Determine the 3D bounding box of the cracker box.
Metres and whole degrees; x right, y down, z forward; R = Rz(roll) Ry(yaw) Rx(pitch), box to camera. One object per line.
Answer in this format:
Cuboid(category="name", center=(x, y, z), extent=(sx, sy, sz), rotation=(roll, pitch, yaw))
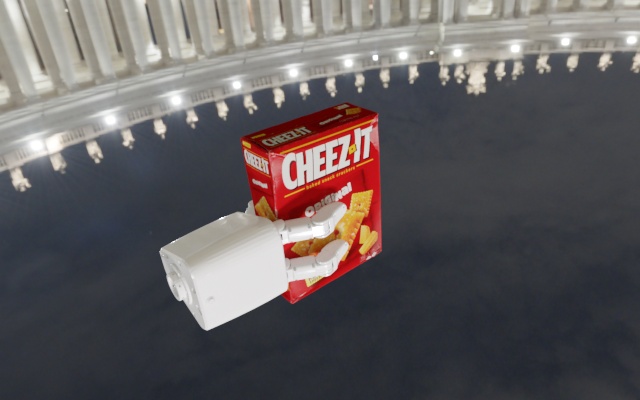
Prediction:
Cuboid(category="cracker box", center=(0.000, 0.002, 0.615), extent=(0.164, 0.214, 0.072), rotation=(-25, 35, -30))
